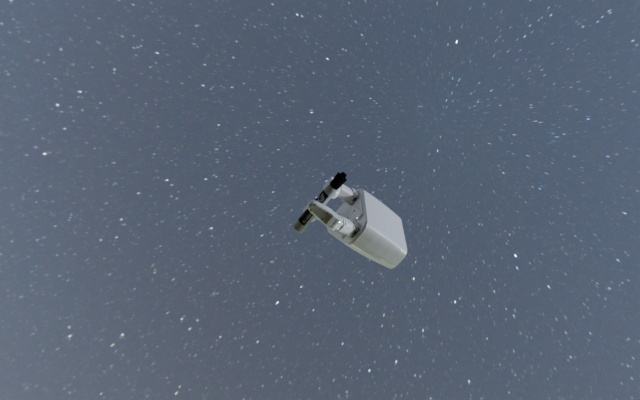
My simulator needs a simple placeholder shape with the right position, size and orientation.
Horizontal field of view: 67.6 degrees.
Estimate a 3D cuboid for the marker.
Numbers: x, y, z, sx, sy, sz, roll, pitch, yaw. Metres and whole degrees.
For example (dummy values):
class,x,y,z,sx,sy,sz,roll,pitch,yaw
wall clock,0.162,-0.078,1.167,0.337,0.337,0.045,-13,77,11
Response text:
class,x,y,z,sx,sy,sz,roll,pitch,yaw
marker,0.000,0.002,0.757,0.020,0.121,0.020,37,16,-12
